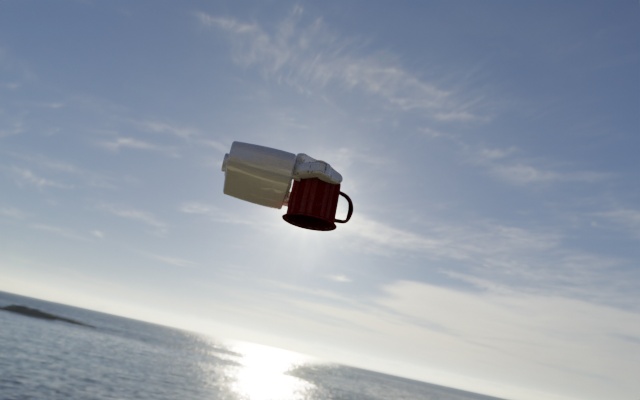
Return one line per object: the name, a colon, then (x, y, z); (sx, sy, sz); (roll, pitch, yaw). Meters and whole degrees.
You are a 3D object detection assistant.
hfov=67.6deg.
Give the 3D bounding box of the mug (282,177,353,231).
mug: (0.002, 0.003, 0.805); (0.117, 0.081, 0.093); (14, -18, -9)
